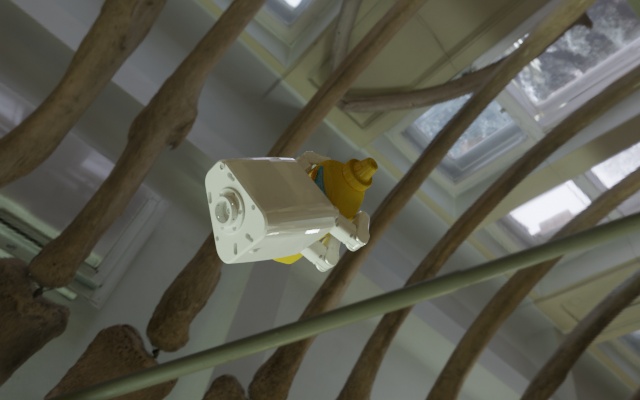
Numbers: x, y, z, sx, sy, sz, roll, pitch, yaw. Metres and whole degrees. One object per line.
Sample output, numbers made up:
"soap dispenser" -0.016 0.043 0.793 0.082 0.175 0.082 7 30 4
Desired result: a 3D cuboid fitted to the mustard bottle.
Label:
"mustard bottle" 0.000 0.002 0.623 0.058 0.096 0.192 22 -44 -35
